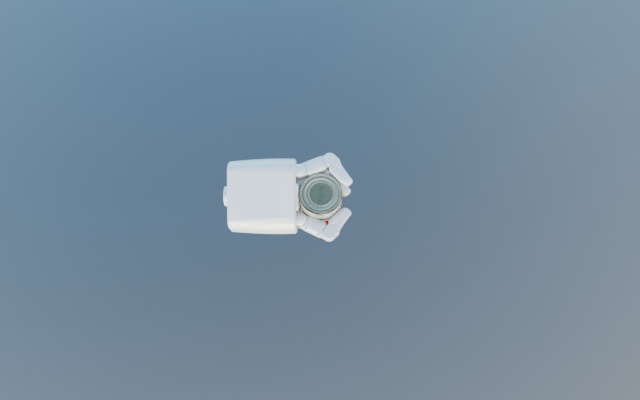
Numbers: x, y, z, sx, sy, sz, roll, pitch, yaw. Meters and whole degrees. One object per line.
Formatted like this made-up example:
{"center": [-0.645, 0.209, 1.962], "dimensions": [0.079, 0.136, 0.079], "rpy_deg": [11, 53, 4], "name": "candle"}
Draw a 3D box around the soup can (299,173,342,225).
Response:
{"center": [0.001, 0.003, 0.770], "dimensions": [0.068, 0.068, 0.102], "rpy_deg": [0, -16, 0], "name": "soup can"}
